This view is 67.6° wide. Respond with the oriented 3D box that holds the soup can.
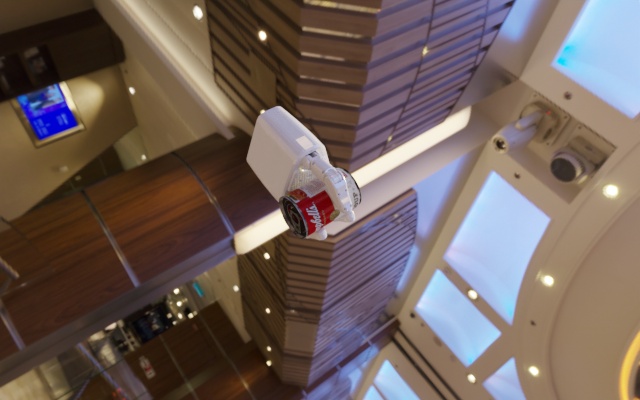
[{"bbox_3d":[0.001,0.002,0.693,0.102,0.068,0.068,-29,13,-25],"label":"soup can"}]
